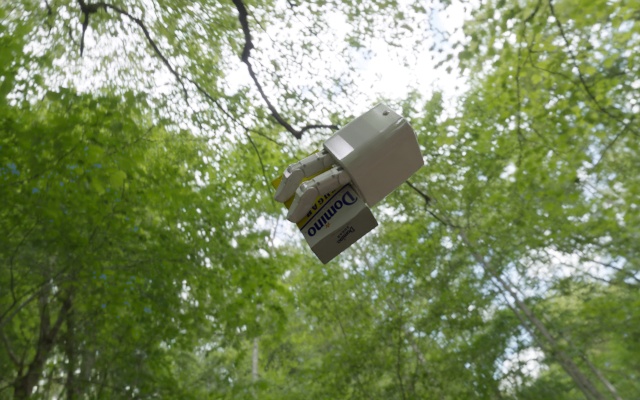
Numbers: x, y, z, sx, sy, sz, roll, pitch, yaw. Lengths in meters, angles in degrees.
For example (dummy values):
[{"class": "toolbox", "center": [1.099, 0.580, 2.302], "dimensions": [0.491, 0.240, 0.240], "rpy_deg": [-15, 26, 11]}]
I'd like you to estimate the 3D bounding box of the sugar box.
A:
[{"class": "sugar box", "center": [0.000, 0.002, 0.680], "dimensions": [0.093, 0.048, 0.176], "rpy_deg": [-37, 37, 0]}]
